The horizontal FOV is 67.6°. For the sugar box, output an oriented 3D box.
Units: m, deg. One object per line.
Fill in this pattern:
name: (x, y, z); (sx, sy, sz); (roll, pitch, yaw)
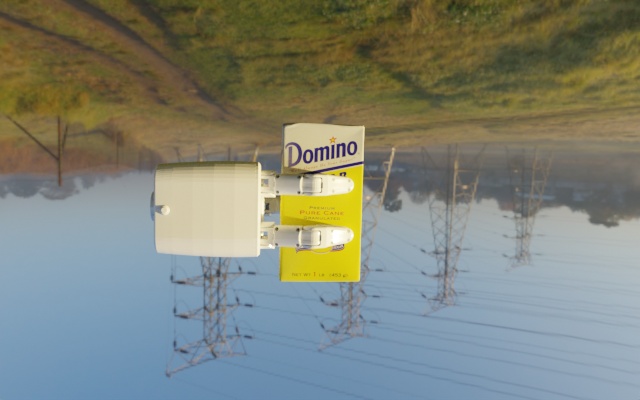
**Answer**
sugar box: (0.000, 0.002, 0.544); (0.093, 0.176, 0.048); (0, 5, -6)
